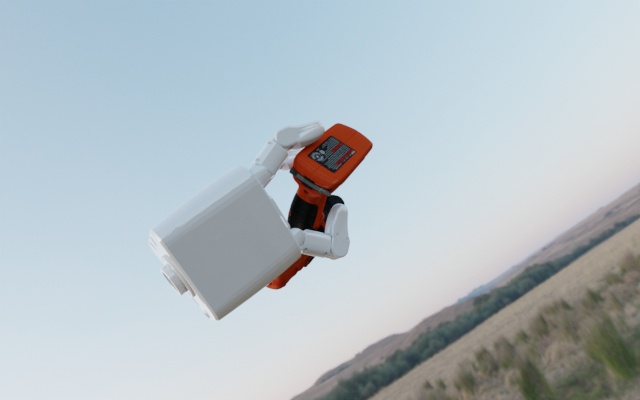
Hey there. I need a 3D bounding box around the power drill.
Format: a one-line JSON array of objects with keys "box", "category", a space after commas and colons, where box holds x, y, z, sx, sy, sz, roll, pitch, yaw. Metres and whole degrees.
[{"box": [0.000, 0.002, 0.580, 0.057, 0.188, 0.184, 31, 44, 11], "category": "power drill"}]
